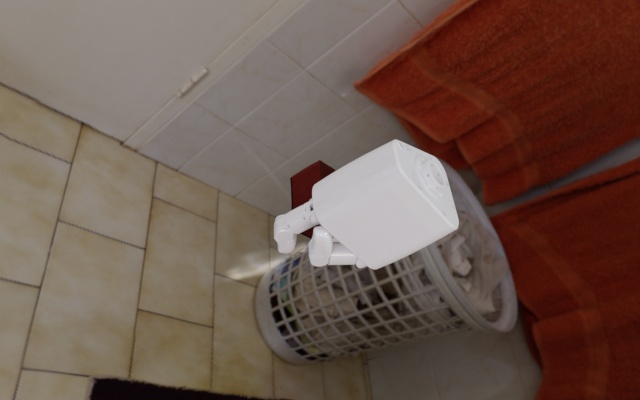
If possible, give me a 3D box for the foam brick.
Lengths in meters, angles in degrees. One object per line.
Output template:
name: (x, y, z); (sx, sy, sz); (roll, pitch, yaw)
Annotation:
foam brick: (0.000, 0.002, 0.572); (0.051, 0.078, 0.053); (-31, -43, 32)
